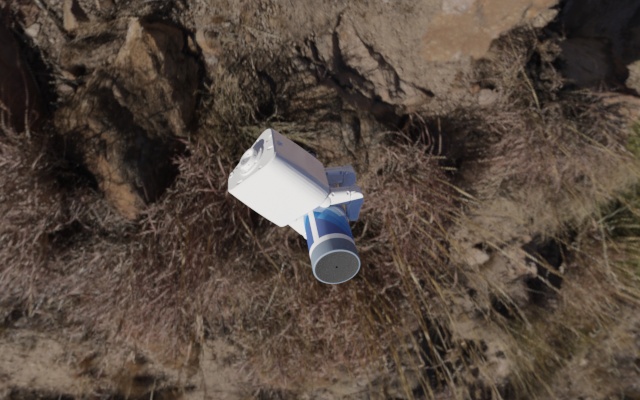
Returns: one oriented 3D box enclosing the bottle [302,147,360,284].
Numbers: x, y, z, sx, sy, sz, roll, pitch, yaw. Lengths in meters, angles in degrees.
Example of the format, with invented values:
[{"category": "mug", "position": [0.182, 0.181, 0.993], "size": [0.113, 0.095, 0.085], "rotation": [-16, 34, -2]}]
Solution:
[{"category": "bottle", "position": [0.000, 0.003, 0.769], "size": [0.069, 0.069, 0.295], "rotation": [0, 37, -11]}]
